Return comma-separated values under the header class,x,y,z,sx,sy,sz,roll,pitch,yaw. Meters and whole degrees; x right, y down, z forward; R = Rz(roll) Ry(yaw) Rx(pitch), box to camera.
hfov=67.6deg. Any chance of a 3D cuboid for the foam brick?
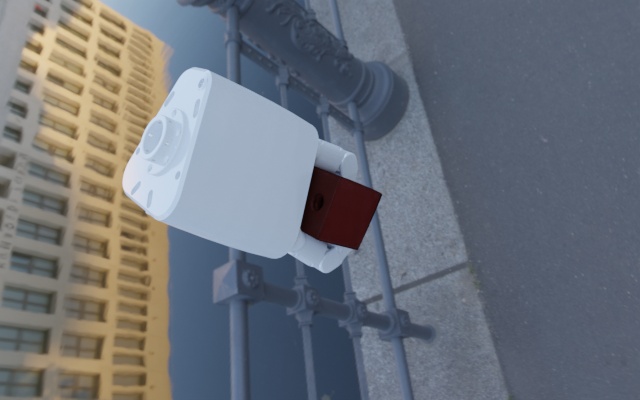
class,x,y,z,sx,sy,sz,roll,pitch,yaw
foam brick,0.000,0.001,0.401,0.051,0.053,0.078,20,3,-44
